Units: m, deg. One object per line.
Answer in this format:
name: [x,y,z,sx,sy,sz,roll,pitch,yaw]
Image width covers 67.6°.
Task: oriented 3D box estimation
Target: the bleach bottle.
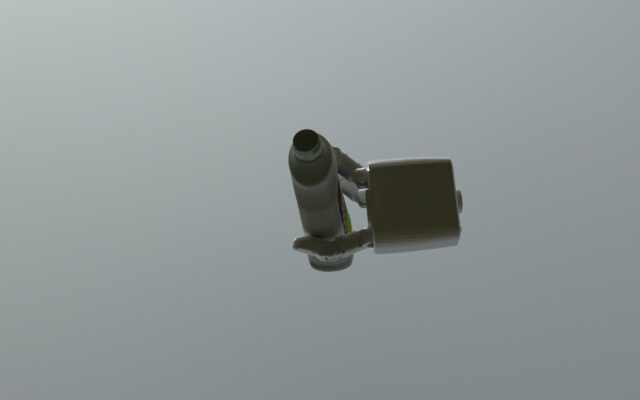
bleach bottle: [0.000,0.002,0.605,0.068,0.102,0.251,-4,-28,6]
